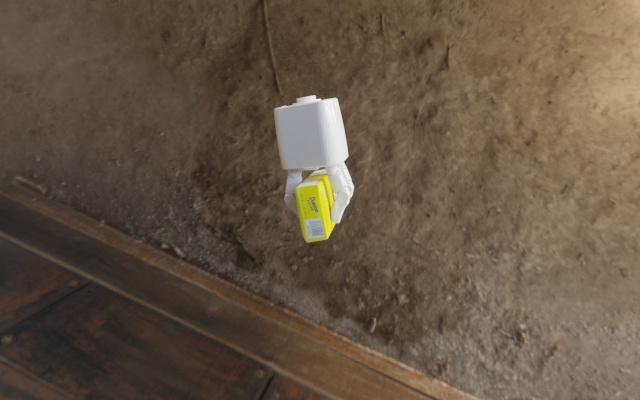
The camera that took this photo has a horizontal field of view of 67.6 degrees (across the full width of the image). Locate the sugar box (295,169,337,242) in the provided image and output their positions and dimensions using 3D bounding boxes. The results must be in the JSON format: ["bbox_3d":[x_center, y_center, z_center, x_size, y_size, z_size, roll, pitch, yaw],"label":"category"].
[{"bbox_3d":[0.001,0.003,0.844,0.048,0.093,0.176,-7,12,14],"label":"sugar box"}]
